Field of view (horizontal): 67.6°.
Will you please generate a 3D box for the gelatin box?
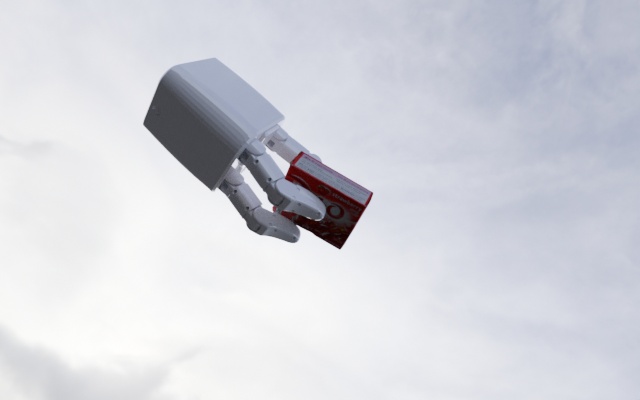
[{"bbox_3d":[0.001,0.002,0.501,0.089,0.073,0.030,30,43,4],"label":"gelatin box"}]
